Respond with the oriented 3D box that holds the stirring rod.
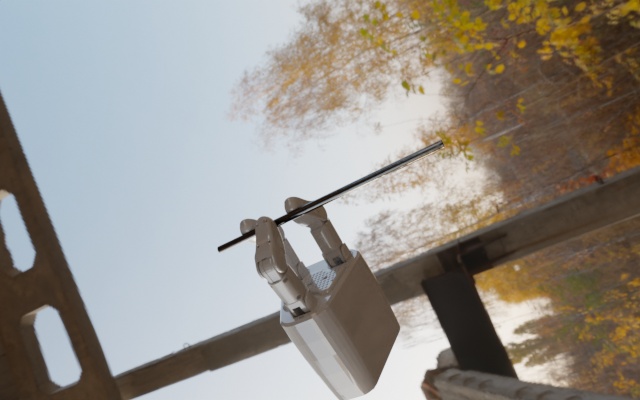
[{"bbox_3d":[0.000,0.001,0.439,0.239,0.011,0.011,-26,-10,21],"label":"stirring rod"}]
